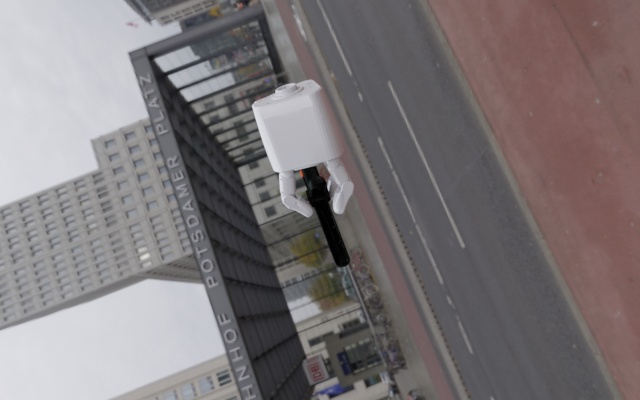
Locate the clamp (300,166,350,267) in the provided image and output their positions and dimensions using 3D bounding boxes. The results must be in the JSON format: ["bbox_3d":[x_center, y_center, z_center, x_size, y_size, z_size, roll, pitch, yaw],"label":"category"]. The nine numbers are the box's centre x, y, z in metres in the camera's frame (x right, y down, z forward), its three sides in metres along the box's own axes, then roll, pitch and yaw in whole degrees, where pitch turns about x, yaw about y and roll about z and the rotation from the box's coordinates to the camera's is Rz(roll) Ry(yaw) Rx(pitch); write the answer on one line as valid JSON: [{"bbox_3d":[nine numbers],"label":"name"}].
[{"bbox_3d":[-0.001,0.002,0.790,0.036,0.165,0.210,-19,25,-3],"label":"clamp"}]
